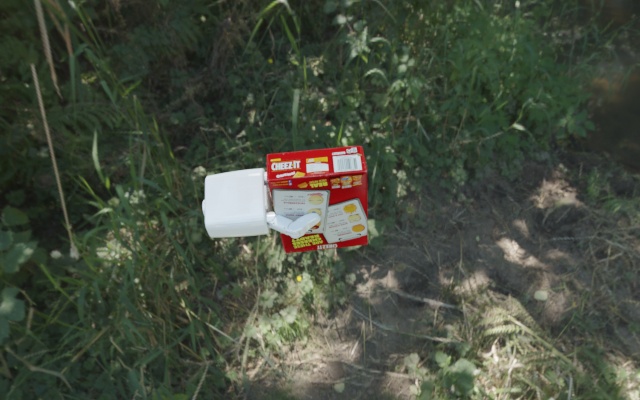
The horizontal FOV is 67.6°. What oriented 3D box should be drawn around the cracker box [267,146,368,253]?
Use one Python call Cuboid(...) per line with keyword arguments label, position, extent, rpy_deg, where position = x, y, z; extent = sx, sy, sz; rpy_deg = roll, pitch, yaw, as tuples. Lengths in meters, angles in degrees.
Cuboid(label="cracker box", position=(0.000, 0.003, 0.860), extent=(0.164, 0.072, 0.214), rpy_deg=(-6, -39, 1))
